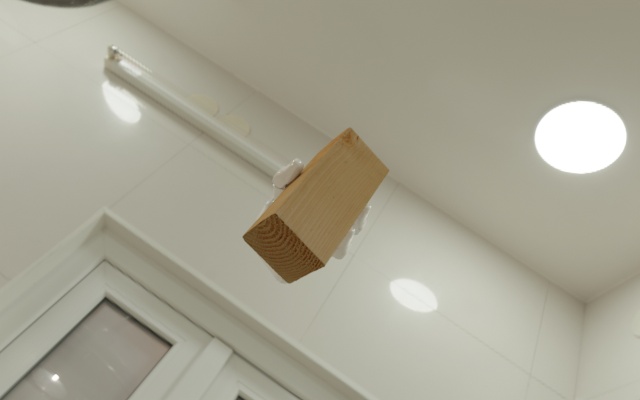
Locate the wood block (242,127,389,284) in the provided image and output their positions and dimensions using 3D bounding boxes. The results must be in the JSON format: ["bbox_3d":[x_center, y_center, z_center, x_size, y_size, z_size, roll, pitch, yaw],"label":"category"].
[{"bbox_3d":[0.000,0.002,0.656,0.090,0.091,0.206,-34,13,47],"label":"wood block"}]
